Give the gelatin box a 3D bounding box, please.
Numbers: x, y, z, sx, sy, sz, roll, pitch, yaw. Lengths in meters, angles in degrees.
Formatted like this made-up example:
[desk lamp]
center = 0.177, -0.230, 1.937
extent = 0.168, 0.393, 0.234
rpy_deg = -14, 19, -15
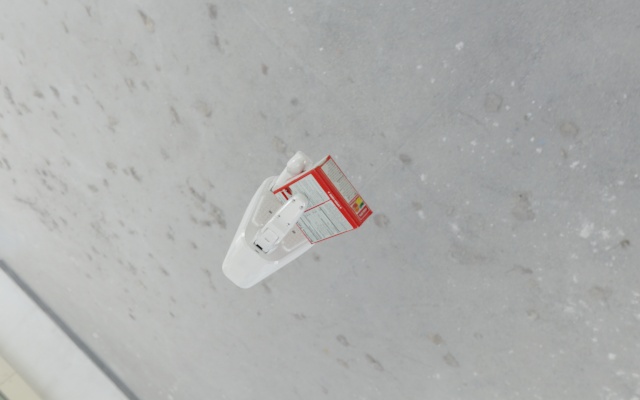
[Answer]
[gelatin box]
center = 0.000, 0.002, 0.493
extent = 0.030, 0.073, 0.089
rpy_deg = -44, 11, -35
